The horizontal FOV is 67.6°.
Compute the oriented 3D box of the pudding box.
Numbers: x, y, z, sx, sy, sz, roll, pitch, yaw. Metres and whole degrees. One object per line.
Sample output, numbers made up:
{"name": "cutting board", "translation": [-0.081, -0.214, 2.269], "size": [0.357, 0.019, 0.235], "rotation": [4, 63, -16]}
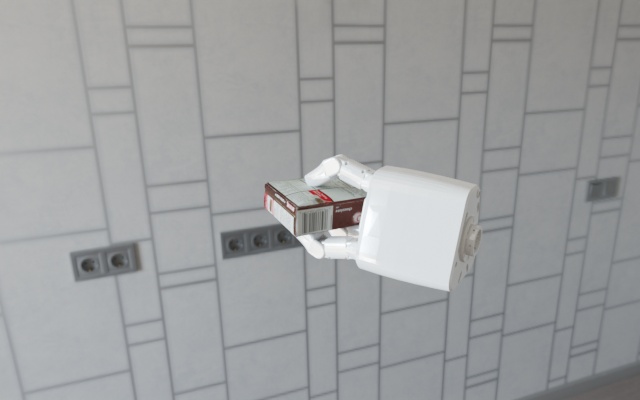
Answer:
{"name": "pudding box", "translation": [0.000, 0.002, 0.578], "size": [0.113, 0.039, 0.090], "rotation": [-7, 23, -29]}
